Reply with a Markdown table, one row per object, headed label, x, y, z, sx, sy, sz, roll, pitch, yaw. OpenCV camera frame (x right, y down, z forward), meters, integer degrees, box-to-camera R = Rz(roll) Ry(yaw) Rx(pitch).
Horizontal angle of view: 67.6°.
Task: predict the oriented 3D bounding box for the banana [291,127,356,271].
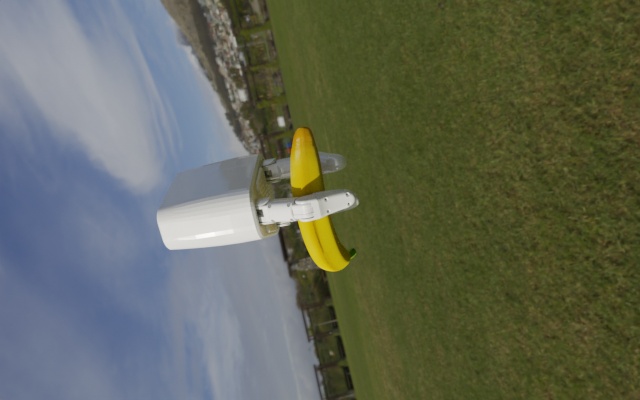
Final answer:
| label | x | y | z | sx | sy | sz | roll | pitch | yaw |
| --- | --- | --- | --- | --- | --- | --- | --- | --- | --- |
| banana | -0.002 | 0.016 | 0.528 | 0.037 | 0.198 | 0.069 | -6 | 39 | 17 |
